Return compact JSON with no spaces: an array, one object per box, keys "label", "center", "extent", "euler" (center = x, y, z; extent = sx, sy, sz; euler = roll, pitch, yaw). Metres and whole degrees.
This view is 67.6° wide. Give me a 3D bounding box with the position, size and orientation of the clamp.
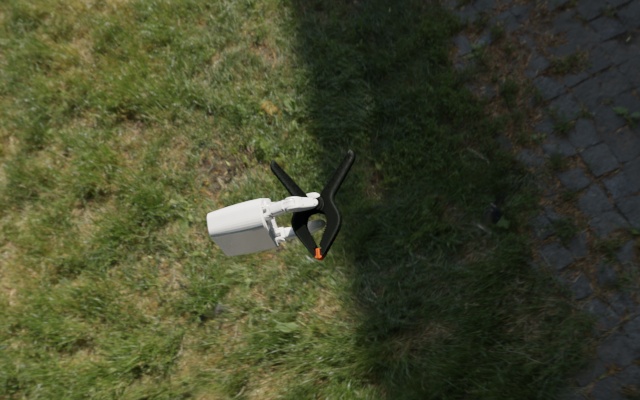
[{"label":"clamp","center":[0.000,0.003,0.883],"extent":[0.164,0.210,0.036],"euler":[-14,-18,8]}]
